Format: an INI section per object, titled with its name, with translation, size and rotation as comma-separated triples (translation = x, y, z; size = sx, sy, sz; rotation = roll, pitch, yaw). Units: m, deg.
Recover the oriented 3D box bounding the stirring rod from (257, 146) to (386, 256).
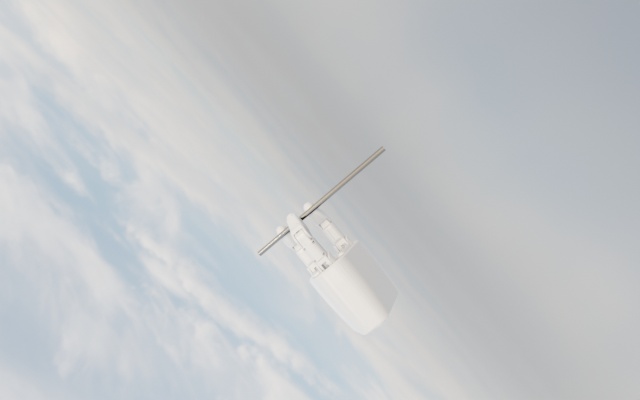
[stirring rod]
translation = 0.000, 0.002, 0.699
size = 0.239, 0.011, 0.011
rotation = -40, -5, 6
